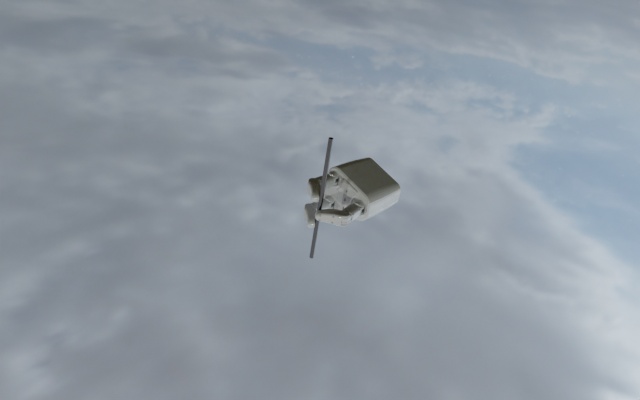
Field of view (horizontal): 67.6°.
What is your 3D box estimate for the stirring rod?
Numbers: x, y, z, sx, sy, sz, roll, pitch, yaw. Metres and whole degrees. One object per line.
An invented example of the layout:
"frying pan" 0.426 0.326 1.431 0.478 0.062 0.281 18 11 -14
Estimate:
"stirring rod" 0.000 0.003 0.827 0.011 0.240 0.011 7 30 -4
